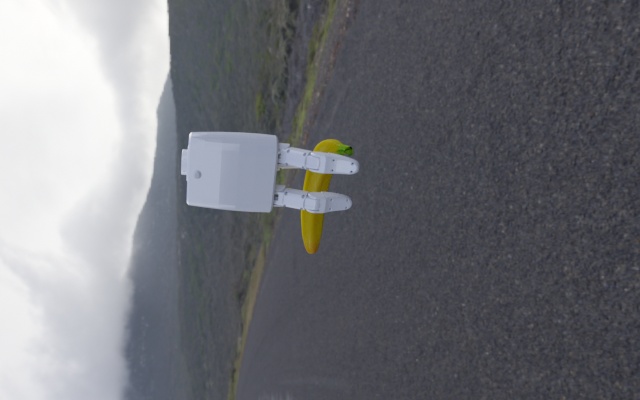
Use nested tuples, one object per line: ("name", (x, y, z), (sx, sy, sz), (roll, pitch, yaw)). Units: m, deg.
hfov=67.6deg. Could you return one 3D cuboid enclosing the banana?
("banana", (-0.002, -0.013, 0.660), (0.037, 0.198, 0.069), (3, 43, -15))
